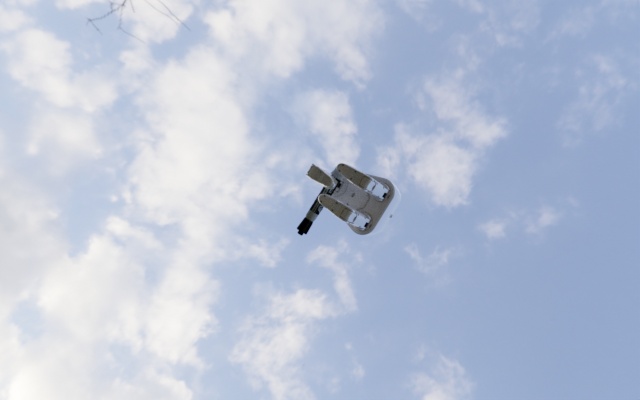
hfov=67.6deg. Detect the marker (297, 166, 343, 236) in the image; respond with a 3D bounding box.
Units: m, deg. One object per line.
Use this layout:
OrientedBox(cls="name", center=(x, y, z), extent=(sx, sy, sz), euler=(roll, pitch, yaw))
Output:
OrientedBox(cls="marker", center=(0.000, 0.002, 0.740), extent=(0.020, 0.121, 0.020), euler=(32, 6, -3))
